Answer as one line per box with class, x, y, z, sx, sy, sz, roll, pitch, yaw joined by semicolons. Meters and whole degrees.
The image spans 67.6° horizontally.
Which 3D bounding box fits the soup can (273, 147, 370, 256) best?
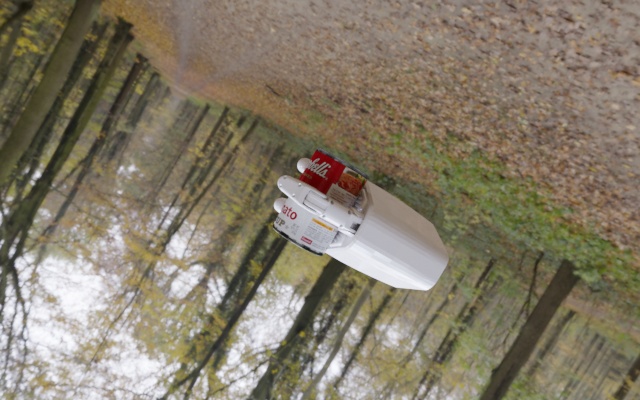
soup can;0.000;0.002;0.531;0.068;0.102;0.068;30;2;-1
